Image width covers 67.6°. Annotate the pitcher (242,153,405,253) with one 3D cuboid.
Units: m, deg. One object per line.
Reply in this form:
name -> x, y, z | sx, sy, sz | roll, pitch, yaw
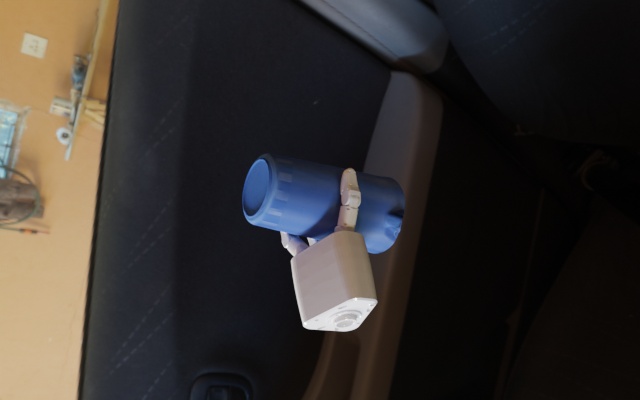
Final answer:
pitcher -> 0.000, 0.003, 0.769 | 0.243, 0.145, 0.149 | 13, -41, -31
